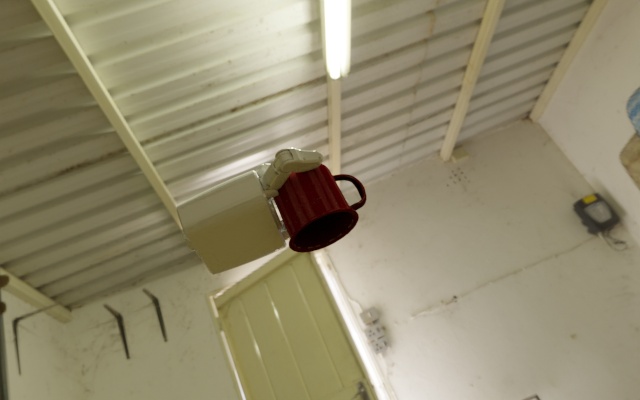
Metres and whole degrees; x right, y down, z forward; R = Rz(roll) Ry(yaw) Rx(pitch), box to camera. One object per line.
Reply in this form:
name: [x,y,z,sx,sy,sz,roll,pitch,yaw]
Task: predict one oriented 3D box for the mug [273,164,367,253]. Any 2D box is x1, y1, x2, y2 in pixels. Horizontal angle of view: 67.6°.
mug: [0.001,0.001,0.601,0.117,0.081,0.093,-23,-28,-7]
